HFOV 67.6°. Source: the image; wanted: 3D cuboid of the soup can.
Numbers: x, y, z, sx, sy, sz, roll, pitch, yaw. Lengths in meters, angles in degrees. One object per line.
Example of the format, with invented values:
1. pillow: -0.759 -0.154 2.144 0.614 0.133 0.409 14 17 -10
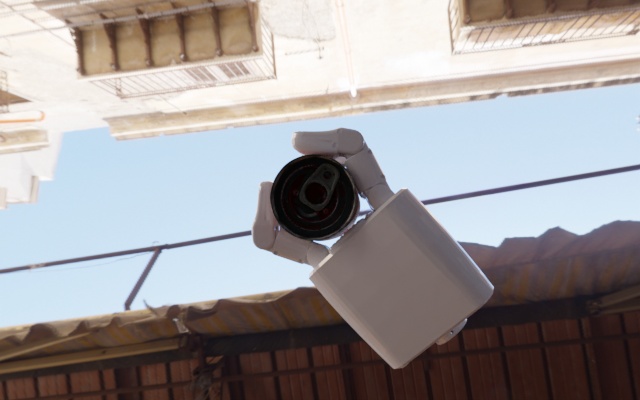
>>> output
1. soup can: 0.000 0.001 0.420 0.068 0.068 0.102 0 -5 7
